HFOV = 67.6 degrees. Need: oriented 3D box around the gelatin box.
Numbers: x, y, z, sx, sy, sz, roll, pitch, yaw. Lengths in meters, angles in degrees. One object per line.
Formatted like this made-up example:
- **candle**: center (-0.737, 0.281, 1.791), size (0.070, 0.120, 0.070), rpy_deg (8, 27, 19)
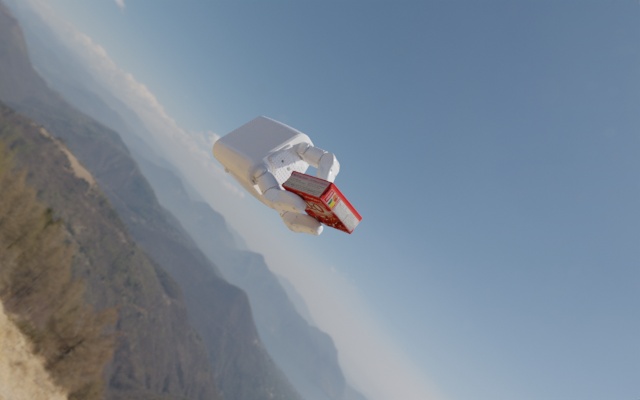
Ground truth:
- **gelatin box**: center (0.001, 0.002, 0.611), size (0.089, 0.030, 0.073), rpy_deg (19, -25, 51)
